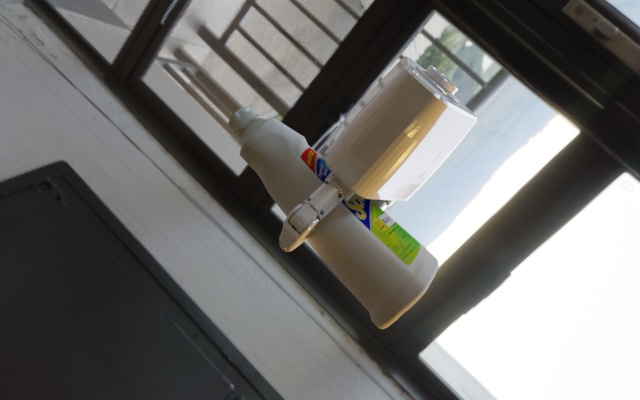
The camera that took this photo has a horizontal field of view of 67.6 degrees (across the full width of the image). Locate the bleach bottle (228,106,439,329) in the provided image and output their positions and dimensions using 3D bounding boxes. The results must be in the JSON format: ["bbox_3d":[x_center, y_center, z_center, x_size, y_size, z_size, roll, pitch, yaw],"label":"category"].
[{"bbox_3d":[0.000,0.002,0.469,0.068,0.251,0.102,-49,-9,24],"label":"bleach bottle"}]
